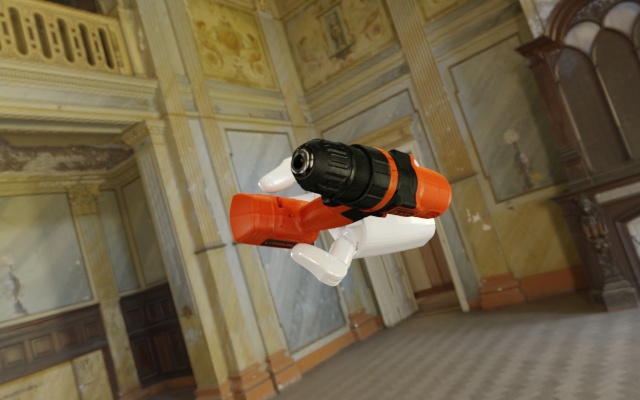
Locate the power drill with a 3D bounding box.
[{"bbox_3d":[0.000,0.002,0.440,0.188,0.057,0.184,-16,-20,42],"label":"power drill"}]
